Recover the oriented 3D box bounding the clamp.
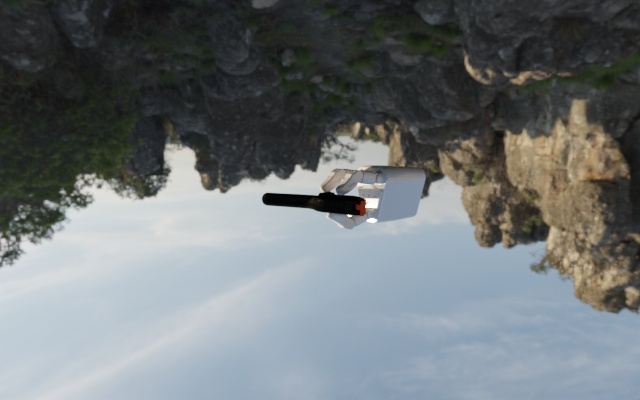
[{"bbox_3d":[0.001,0.004,0.884,0.164,0.036,0.210,-4,8,-32],"label":"clamp"}]
